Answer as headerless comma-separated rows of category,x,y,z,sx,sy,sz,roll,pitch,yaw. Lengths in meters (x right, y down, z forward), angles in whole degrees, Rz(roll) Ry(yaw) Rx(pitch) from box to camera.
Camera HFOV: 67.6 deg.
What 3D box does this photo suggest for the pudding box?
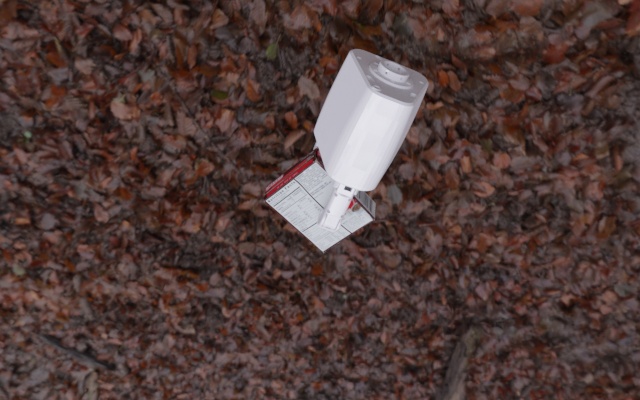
pudding box,0.000,0.002,0.589,0.090,0.113,0.039,-35,24,26
